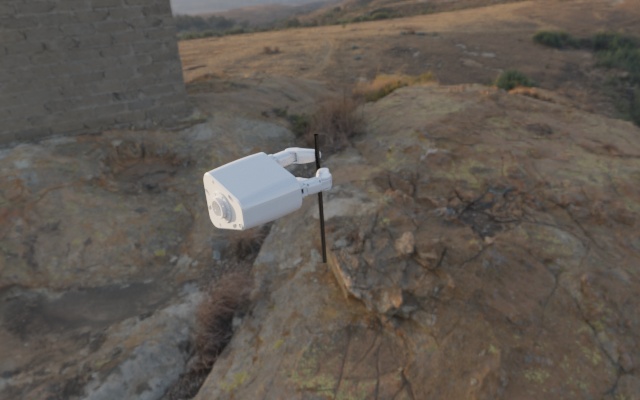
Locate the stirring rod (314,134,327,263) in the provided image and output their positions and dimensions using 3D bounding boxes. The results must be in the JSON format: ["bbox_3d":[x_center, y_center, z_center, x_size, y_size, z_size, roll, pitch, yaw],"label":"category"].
[{"bbox_3d":[0.000,0.003,0.821,0.011,0.240,0.011,-3,25,1],"label":"stirring rod"}]
